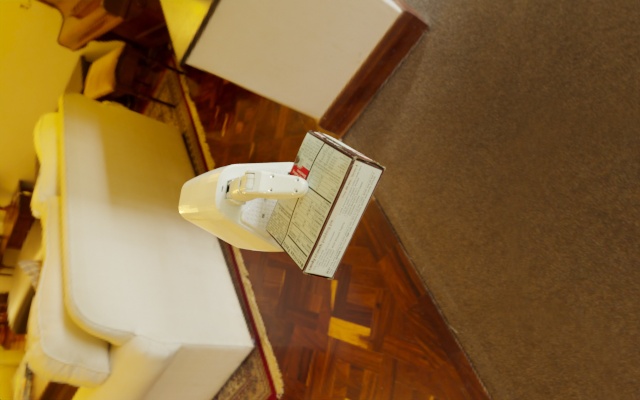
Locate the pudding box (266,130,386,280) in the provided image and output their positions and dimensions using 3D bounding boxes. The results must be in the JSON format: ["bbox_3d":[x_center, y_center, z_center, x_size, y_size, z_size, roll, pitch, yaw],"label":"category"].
[{"bbox_3d":[0.000,0.001,0.438,0.039,0.113,0.090,14,15,-35],"label":"pudding box"}]
